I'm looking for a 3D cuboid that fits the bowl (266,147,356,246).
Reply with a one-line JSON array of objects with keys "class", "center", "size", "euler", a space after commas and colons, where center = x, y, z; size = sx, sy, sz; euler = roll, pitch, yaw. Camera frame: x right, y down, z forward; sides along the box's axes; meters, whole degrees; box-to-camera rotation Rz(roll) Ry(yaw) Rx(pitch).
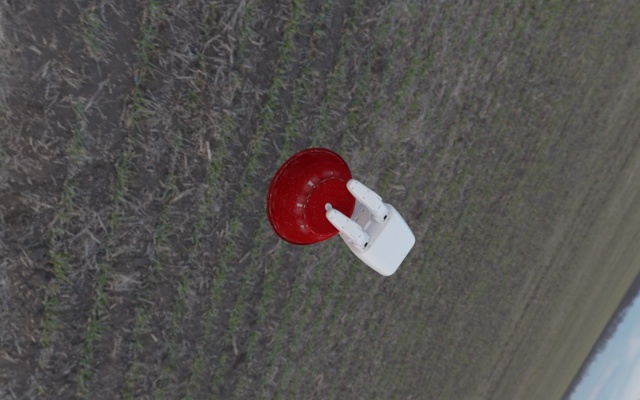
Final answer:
[{"class": "bowl", "center": [-0.001, 0.002, 0.734], "size": [0.162, 0.162, 0.055], "euler": [0, 16, -34]}]
